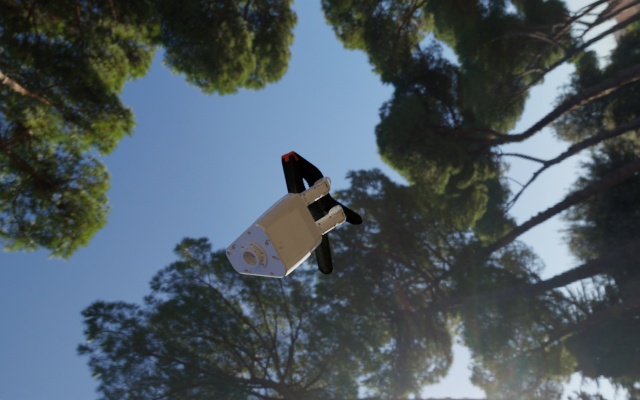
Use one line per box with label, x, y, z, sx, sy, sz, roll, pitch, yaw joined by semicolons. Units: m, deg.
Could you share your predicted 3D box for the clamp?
clamp;-0.001;0.003;0.845;0.036;0.210;0.164;-19;14;35
